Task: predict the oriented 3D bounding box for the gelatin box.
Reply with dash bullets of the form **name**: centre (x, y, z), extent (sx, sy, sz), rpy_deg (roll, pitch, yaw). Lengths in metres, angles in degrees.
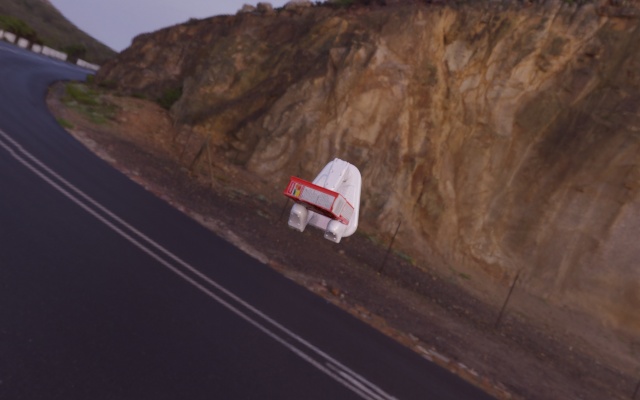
- **gelatin box**: centre (0.000, 0.002, 0.652), extent (0.073, 0.030, 0.089), rpy_deg (21, -7, 21)
